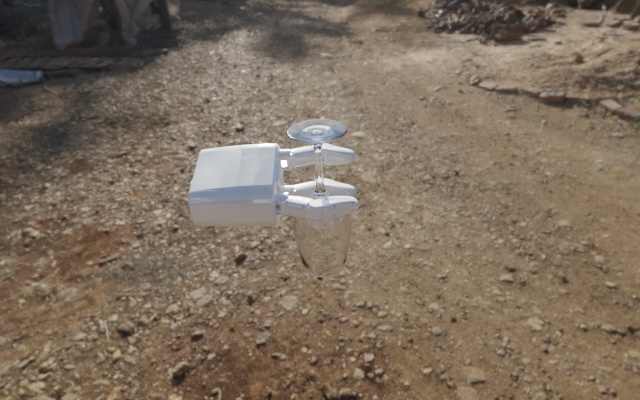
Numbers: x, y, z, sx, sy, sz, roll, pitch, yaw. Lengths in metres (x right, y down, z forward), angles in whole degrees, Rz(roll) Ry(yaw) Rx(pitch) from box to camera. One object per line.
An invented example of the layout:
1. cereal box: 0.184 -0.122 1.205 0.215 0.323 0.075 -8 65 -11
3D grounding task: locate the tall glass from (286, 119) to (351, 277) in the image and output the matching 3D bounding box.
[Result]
1. tall glass: 0.000 0.001 0.620 0.079 0.201 0.079 -3 30 2
